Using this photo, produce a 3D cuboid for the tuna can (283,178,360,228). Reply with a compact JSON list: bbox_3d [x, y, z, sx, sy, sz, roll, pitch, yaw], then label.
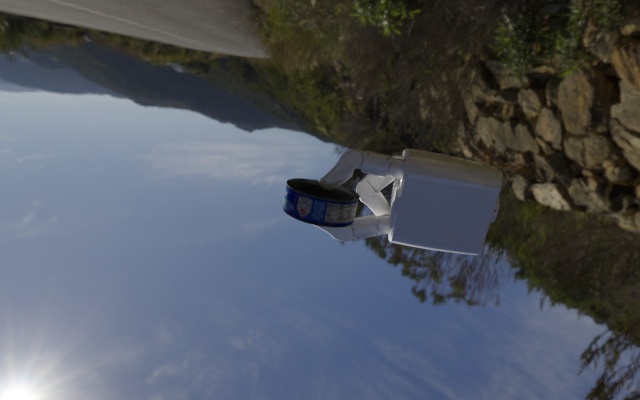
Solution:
[{"bbox_3d":[0.000,0.002,0.551,0.086,0.034,0.086,11,14,-3],"label":"tuna can"}]
